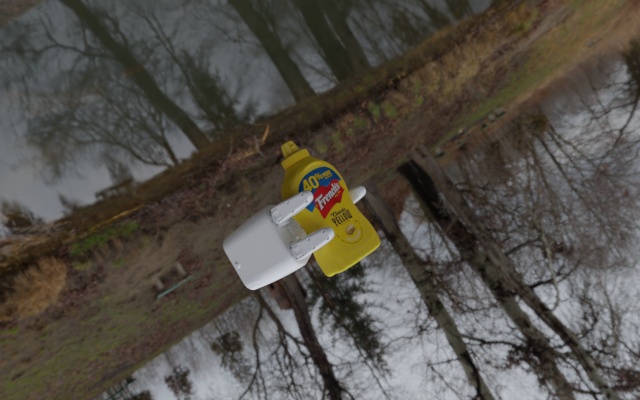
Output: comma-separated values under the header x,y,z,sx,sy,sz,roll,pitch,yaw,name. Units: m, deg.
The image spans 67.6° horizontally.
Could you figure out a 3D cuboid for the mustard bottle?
x,y,z,sx,sy,sz,roll,pitch,yaw,name
0.000,0.002,0.667,0.096,0.191,0.058,-29,-3,-35,mustard bottle
